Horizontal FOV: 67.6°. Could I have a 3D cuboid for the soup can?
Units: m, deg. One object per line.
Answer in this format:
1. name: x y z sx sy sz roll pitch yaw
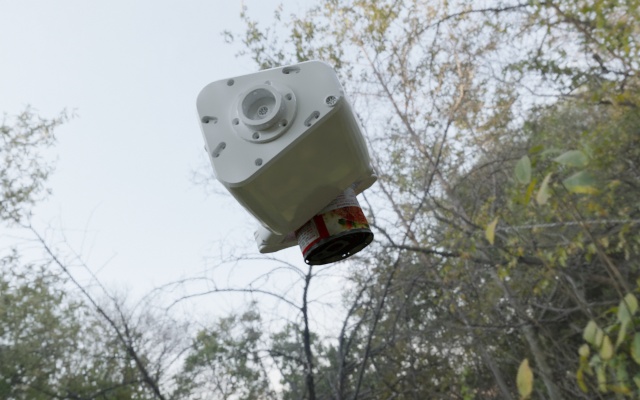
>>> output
1. soup can: 0.000 0.001 0.451 0.068 0.102 0.068 -18 -24 -8
